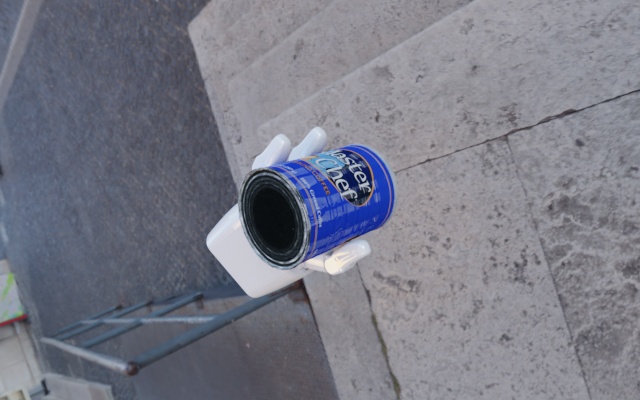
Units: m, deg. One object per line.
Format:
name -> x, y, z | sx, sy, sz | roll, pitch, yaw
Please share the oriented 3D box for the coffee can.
coffee can -> 0.000, 0.002, 0.504 | 0.103, 0.103, 0.140 | 0, 14, 45
